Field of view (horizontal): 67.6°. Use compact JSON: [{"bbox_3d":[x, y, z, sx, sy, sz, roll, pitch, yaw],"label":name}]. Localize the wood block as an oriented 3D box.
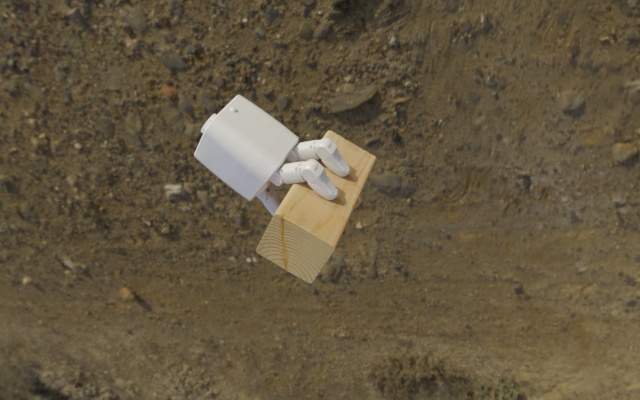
[{"bbox_3d":[0.000,0.002,0.687,0.090,0.091,0.206,30,44,-1],"label":"wood block"}]
